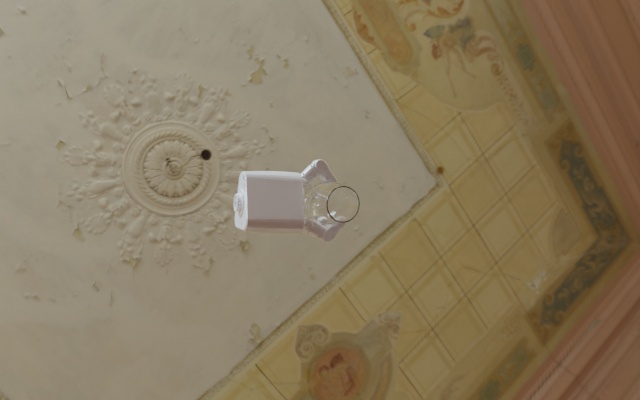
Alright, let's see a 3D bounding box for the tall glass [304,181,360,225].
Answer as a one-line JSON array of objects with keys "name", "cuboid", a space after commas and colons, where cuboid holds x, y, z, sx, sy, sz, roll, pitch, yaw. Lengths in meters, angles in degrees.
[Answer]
[{"name": "tall glass", "cuboid": [0.000, 0.003, 0.887, 0.079, 0.079, 0.201, 0, 2, -23]}]
